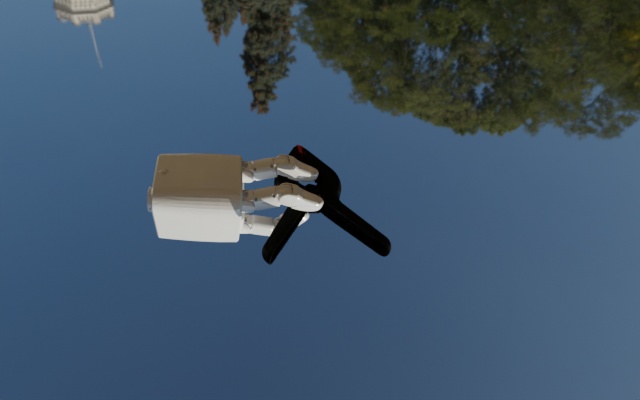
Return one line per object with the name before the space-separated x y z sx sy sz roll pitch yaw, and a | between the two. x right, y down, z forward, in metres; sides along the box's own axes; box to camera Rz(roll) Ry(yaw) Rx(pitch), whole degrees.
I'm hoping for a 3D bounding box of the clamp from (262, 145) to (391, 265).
clamp | 0.000 0.002 0.645 0.164 0.036 0.209 4 44 -14
